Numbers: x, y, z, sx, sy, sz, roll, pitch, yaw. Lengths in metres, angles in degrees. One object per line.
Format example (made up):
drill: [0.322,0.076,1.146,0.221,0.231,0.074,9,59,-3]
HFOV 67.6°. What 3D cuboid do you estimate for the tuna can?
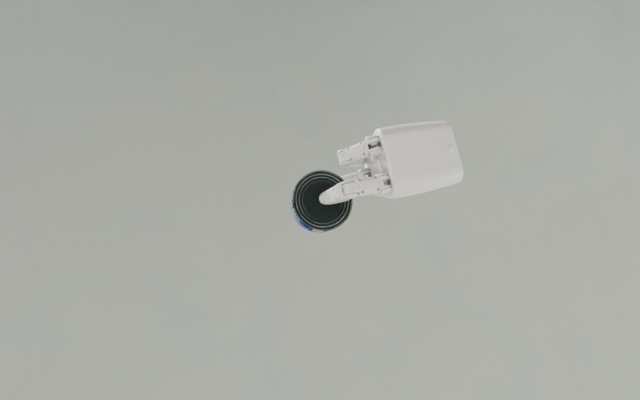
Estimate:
tuna can: [0.000,0.002,0.679,0.086,0.086,0.034,0,-10,-13]
